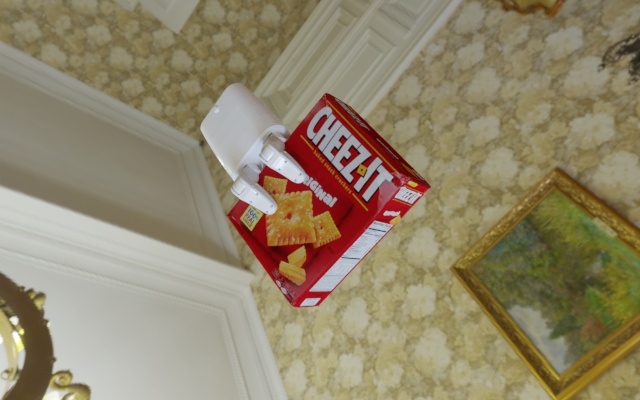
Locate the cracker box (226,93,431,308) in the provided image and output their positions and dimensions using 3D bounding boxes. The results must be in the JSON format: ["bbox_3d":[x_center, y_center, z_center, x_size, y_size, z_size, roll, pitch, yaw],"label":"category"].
[{"bbox_3d":[0.000,0.002,0.596,0.164,0.214,0.072,50,20,28],"label":"cracker box"}]
